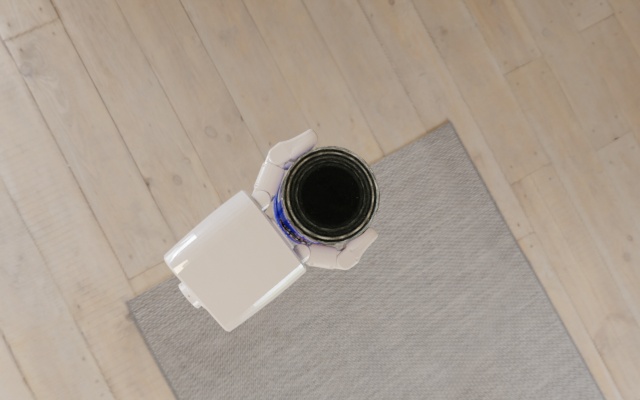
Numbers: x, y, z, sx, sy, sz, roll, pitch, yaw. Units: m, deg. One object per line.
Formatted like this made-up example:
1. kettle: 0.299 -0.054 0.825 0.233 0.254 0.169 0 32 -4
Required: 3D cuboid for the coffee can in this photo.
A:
1. coffee can: 0.000 0.002 0.553 0.103 0.103 0.140 0 -6 -9
